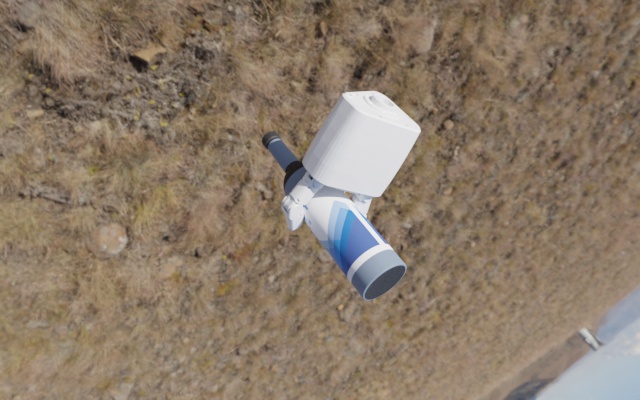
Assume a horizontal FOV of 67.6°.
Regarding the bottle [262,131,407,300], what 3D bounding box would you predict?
[{"bbox_3d":[0.000,0.002,0.656,0.069,0.069,0.295,0,42,-46],"label":"bottle"}]
